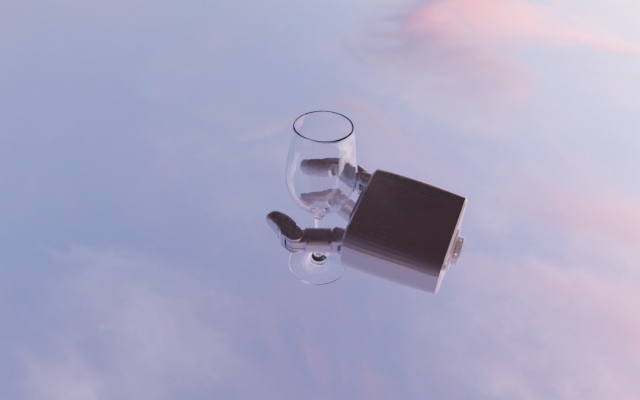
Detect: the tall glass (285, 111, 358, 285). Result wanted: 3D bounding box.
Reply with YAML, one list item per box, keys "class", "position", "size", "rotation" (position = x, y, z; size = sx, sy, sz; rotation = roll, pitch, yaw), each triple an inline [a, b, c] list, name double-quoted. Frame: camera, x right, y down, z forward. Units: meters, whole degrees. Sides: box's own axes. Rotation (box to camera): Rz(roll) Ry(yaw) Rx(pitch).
- class: "tall glass"
  position: [0.000, 0.002, 0.541]
  size: [0.079, 0.201, 0.079]
  rotation: [1, 39, -1]
